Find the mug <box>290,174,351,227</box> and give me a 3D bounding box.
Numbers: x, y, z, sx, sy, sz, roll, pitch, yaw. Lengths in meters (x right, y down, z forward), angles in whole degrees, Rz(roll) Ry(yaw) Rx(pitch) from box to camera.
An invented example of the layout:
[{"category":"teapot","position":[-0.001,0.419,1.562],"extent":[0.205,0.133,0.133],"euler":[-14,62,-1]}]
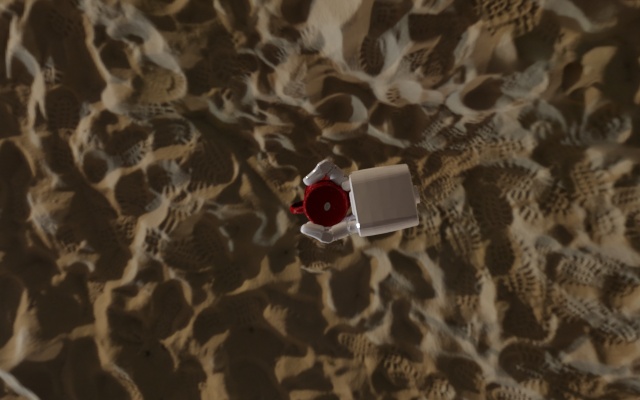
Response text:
[{"category":"mug","position":[-0.001,0.003,0.880],"extent":[0.117,0.093,0.081],"euler":[-11,11,6]}]
